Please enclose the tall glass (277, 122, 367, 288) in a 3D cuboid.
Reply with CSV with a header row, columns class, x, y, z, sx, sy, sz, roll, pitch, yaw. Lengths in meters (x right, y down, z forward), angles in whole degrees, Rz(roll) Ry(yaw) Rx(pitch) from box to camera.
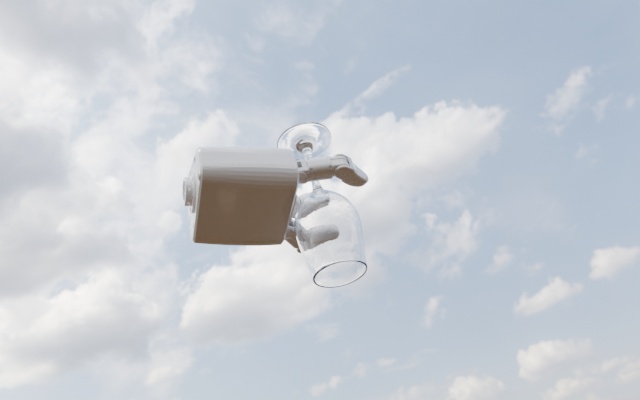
class,x,y,z,sx,sy,sz,roll,pitch,yaw
tall glass,0.000,0.001,0.578,0.079,0.201,0.079,-11,-34,-7
